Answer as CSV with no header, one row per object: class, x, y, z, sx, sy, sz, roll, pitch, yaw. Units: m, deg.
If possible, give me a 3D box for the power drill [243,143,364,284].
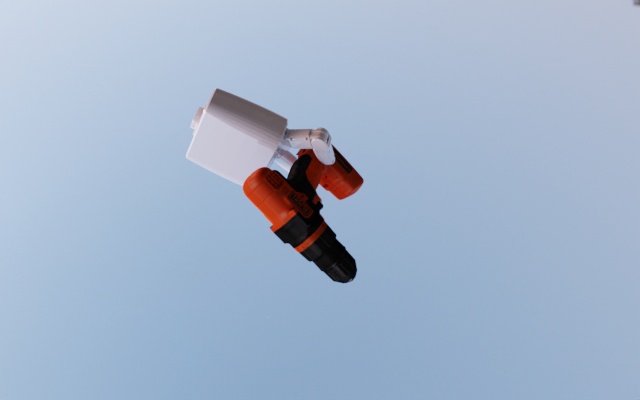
power drill,0.000,0.002,0.652,0.057,0.184,0.187,-37,10,32
